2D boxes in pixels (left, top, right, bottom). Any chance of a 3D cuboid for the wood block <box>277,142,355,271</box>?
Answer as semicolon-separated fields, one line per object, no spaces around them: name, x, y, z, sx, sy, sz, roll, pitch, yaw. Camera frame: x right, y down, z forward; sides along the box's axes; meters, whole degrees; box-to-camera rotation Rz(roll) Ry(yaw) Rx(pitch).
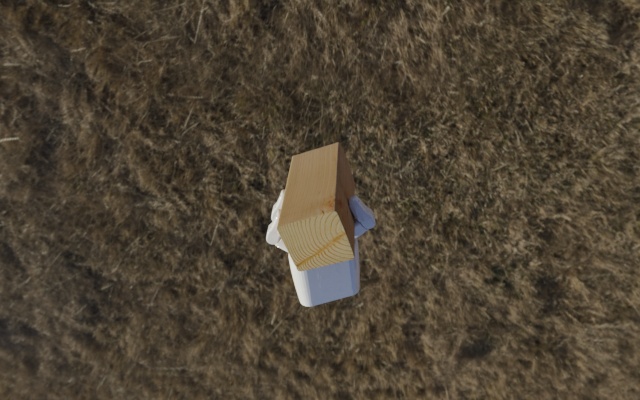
wood block;0.001;0.003;0.754;0.091;0.090;0.206;-15;32;13
